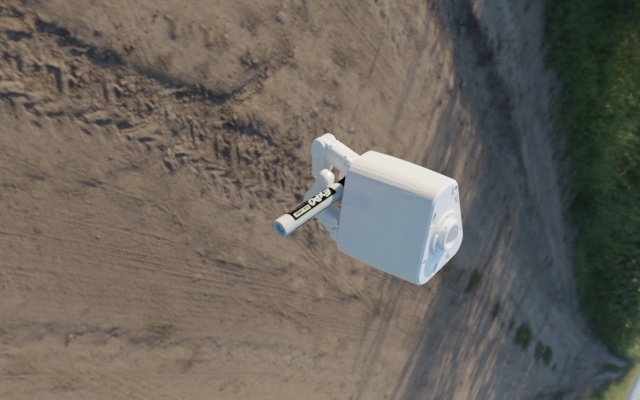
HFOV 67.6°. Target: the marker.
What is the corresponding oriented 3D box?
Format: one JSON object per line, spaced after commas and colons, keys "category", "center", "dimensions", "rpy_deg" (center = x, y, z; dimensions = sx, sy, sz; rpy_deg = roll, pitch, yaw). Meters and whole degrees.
{"category": "marker", "center": [0.000, 0.002, 0.507], "dimensions": [0.121, 0.020, 0.020], "rpy_deg": [-33, 21, -36]}
